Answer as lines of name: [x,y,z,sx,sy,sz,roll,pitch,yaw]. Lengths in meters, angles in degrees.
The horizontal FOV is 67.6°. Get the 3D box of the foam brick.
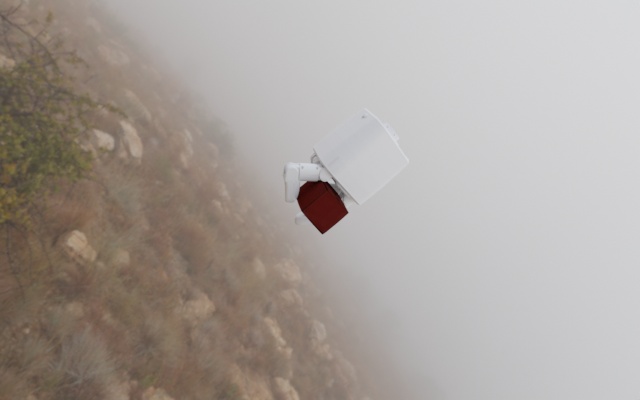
foam brick: [0.000,0.003,0.718,0.051,0.053,0.078,-38,26,7]
